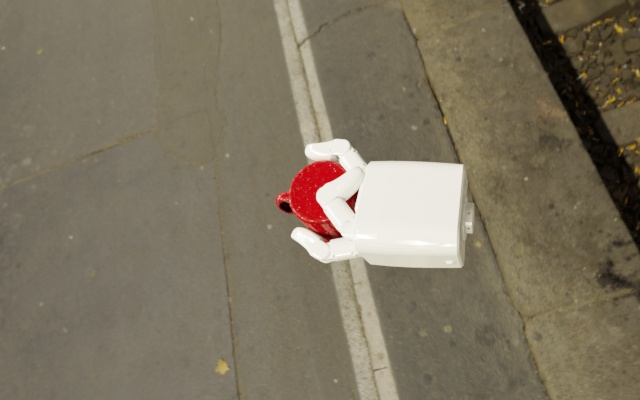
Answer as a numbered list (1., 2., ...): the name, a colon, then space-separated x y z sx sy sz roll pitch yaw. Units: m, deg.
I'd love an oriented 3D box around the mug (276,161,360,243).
1. mug: -0.001 0.002 0.595 0.117 0.093 0.081 1 -20 20
